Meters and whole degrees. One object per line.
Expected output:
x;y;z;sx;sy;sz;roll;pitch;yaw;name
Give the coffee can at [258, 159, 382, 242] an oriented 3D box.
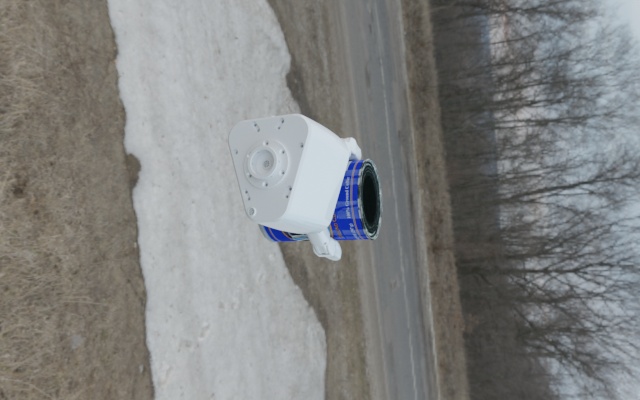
0.000;0.002;0.624;0.140;0.103;0.103;-3;-1;21;coffee can
